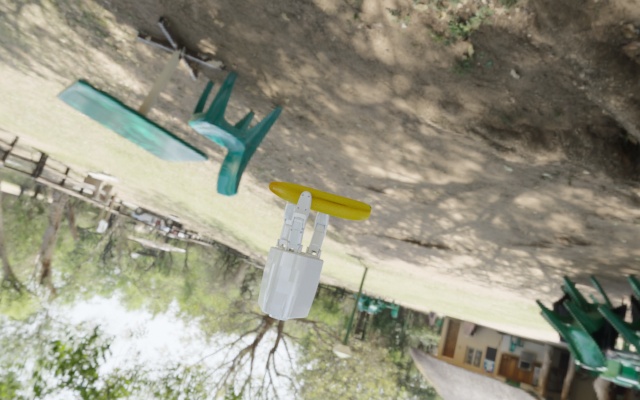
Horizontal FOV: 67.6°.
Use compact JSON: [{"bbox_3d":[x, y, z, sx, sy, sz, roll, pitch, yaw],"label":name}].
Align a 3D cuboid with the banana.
[{"bbox_3d":[0.009,0.005,0.818,0.198,0.037,0.069,15,-2,-19],"label":"banana"}]
